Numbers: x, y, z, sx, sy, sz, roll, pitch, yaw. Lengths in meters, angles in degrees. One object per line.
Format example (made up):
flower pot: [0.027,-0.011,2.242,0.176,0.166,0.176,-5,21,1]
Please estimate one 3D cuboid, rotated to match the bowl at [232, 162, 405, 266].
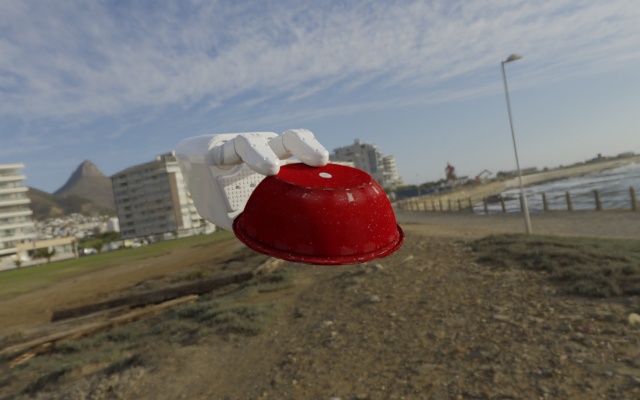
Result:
bowl: [0.001,0.001,0.444,0.162,0.055,0.162,4,18,-1]
